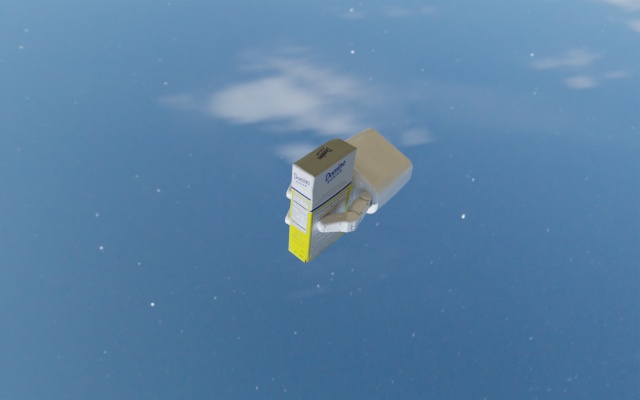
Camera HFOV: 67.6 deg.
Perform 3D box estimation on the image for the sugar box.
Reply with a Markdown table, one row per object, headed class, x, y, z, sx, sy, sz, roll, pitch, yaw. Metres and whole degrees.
| class | x | y | z | sx | sy | sz | roll | pitch | yaw |
| --- | --- | --- | --- | --- | --- | --- | --- | --- | --- |
| sugar box | 0.000 | 0.002 | 0.700 | 0.048 | 0.176 | 0.093 | 32 | 49 | 28 |
